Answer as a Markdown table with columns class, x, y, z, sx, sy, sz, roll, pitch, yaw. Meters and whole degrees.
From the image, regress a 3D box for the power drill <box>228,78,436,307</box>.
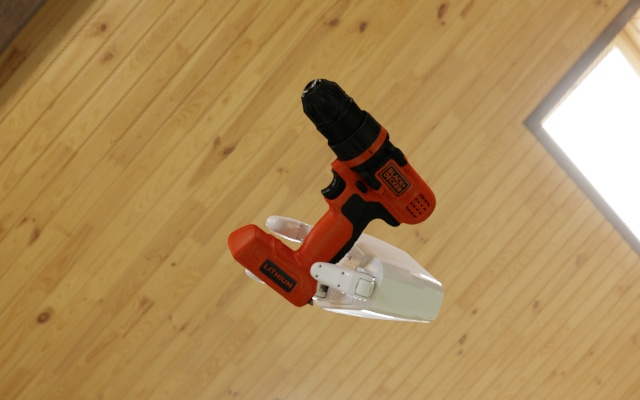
| class | x | y | z | sx | sy | sz | roll | pitch | yaw |
| --- | --- | --- | --- | --- | --- | --- | --- | --- | --- |
| power drill | 0.000 | 0.002 | 0.469 | 0.184 | 0.187 | 0.057 | 44 | 8 | -24 |
